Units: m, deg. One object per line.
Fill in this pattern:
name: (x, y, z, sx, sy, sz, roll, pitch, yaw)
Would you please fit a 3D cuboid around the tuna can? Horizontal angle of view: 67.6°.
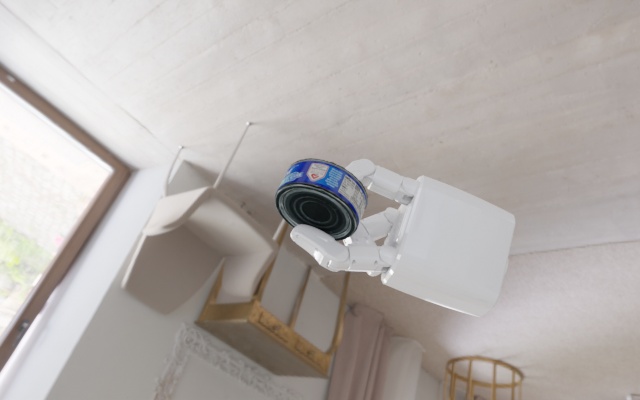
tuna can: (0.000, 0.002, 0.460, 0.086, 0.033, 0.086, 16, -36, 12)
